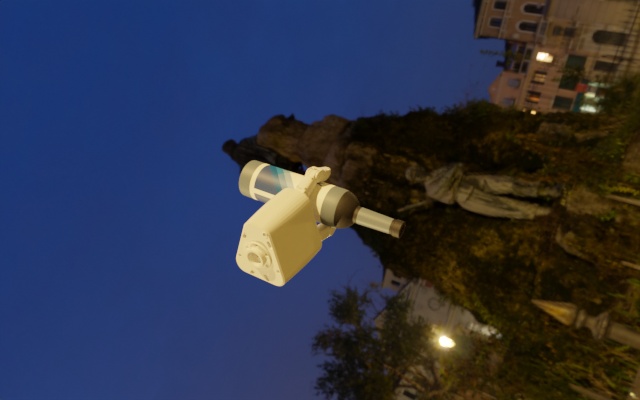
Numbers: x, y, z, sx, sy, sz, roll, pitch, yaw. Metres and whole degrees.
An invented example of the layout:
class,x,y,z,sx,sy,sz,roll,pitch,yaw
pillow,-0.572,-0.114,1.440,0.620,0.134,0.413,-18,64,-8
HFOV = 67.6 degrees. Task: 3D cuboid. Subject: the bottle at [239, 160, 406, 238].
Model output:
class,x,y,z,sx,sy,sz,roll,pitch,yaw
bottle,0.000,0.002,0.800,0.295,0.069,0.069,19,8,24
